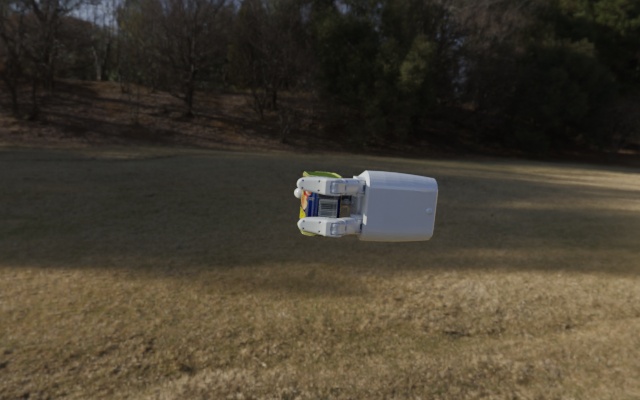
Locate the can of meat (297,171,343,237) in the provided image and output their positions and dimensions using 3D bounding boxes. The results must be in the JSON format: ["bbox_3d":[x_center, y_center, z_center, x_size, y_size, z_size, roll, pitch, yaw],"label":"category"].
[{"bbox_3d":[0.000,0.002,0.703,0.057,0.084,0.102,4,8,-8],"label":"can of meat"}]
